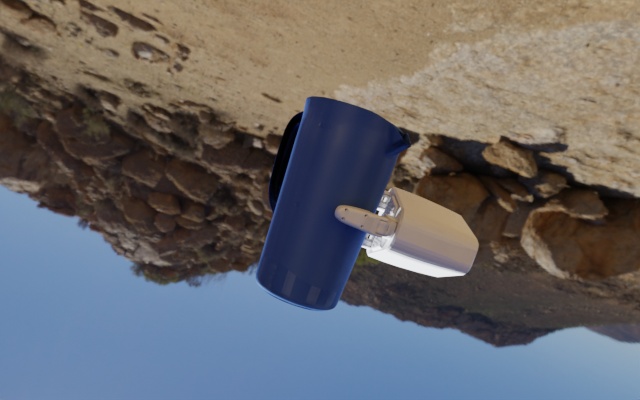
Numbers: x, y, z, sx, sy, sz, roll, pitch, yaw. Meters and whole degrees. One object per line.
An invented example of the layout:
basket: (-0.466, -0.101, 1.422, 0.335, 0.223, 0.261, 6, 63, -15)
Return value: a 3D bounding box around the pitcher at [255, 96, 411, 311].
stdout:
pitcher: (0.000, 0.002, 0.596, 0.145, 0.243, 0.149, 20, 1, -7)
